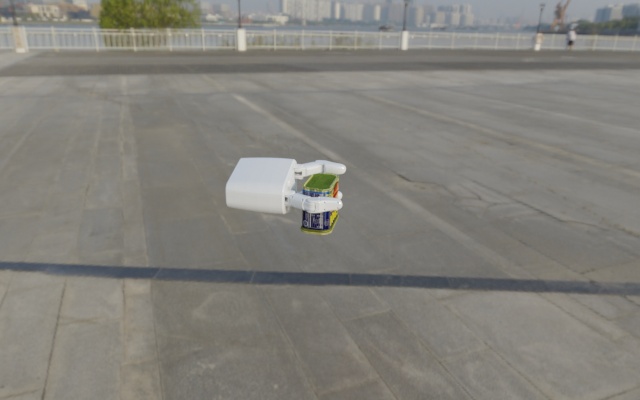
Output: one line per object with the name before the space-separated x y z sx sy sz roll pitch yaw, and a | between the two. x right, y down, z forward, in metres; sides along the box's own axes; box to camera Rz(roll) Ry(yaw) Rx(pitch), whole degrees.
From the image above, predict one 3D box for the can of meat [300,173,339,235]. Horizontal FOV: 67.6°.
can of meat | 0.000 0.003 0.862 0.057 0.084 0.102 5 21 12
